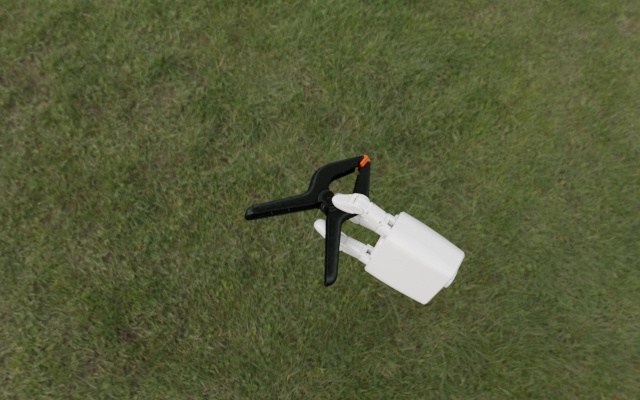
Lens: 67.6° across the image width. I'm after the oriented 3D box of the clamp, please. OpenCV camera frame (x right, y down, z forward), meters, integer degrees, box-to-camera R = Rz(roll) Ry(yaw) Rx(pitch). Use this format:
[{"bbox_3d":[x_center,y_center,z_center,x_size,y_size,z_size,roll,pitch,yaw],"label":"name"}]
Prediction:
[{"bbox_3d":[0.001,0.002,0.722,0.164,0.210,0.036,33,-24,3],"label":"clamp"}]
